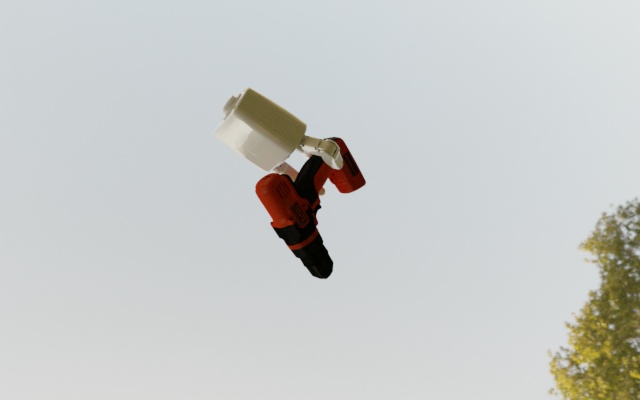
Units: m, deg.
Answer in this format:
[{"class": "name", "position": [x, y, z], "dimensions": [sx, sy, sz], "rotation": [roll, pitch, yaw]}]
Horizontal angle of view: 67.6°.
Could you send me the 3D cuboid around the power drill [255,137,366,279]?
[{"class": "power drill", "position": [0.000, 0.002, 0.743], "dimensions": [0.057, 0.184, 0.187], "rotation": [-9, 30, 41]}]
